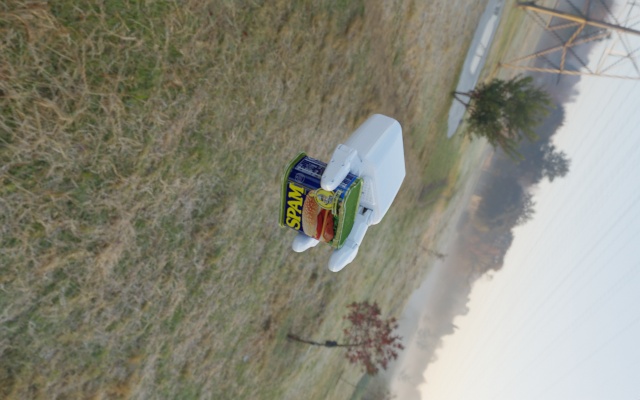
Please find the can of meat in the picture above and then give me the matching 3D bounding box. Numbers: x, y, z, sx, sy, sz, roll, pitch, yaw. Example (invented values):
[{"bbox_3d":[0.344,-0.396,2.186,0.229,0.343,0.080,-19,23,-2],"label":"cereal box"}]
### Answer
[{"bbox_3d":[0.000,0.002,0.583,0.084,0.102,0.057,23,42,17],"label":"can of meat"}]
